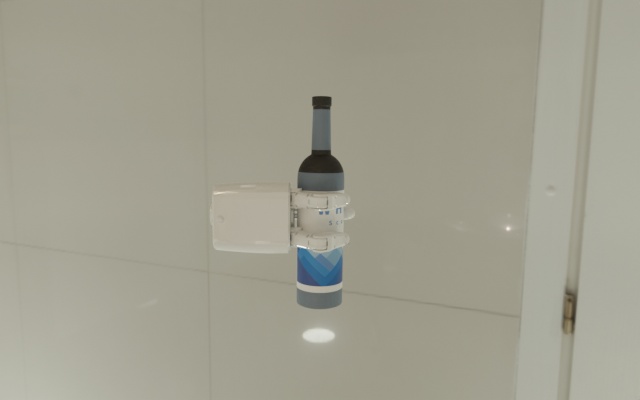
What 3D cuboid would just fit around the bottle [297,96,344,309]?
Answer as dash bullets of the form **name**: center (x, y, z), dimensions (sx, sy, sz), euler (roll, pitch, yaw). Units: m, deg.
- **bottle**: center (0.000, 0.002, 0.681), dimensions (0.069, 0.296, 0.069), euler (1, 7, 0)
